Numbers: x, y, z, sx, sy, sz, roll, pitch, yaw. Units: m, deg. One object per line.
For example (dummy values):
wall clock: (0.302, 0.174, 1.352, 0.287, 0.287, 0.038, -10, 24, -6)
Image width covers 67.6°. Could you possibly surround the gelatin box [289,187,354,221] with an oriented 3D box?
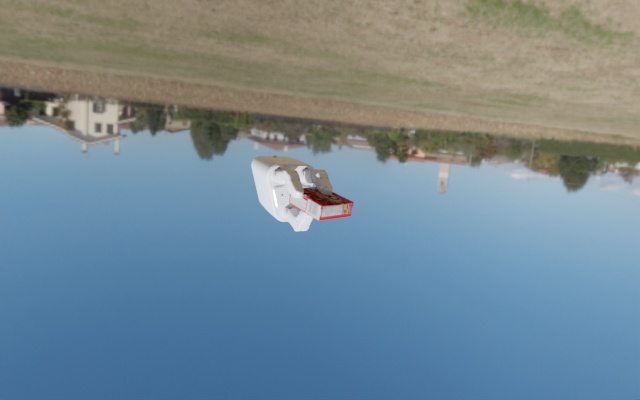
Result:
gelatin box: (0.000, 0.003, 0.819, 0.073, 0.030, 0.089, -5, 23, -40)
